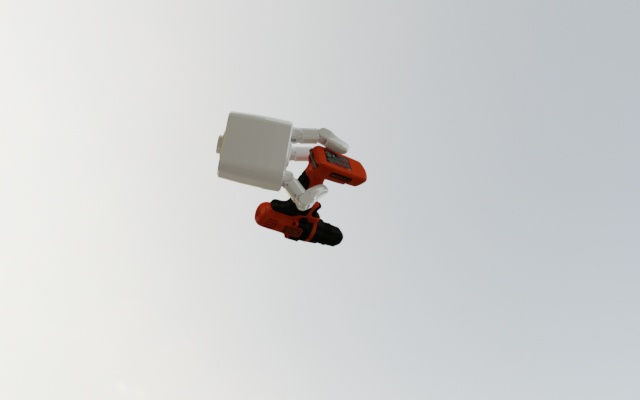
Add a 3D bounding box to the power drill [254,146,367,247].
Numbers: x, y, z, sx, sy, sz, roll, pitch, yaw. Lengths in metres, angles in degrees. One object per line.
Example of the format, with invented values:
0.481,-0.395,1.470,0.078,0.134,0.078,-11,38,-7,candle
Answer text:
0.000,0.002,0.854,0.184,0.188,0.057,18,34,-30,power drill
